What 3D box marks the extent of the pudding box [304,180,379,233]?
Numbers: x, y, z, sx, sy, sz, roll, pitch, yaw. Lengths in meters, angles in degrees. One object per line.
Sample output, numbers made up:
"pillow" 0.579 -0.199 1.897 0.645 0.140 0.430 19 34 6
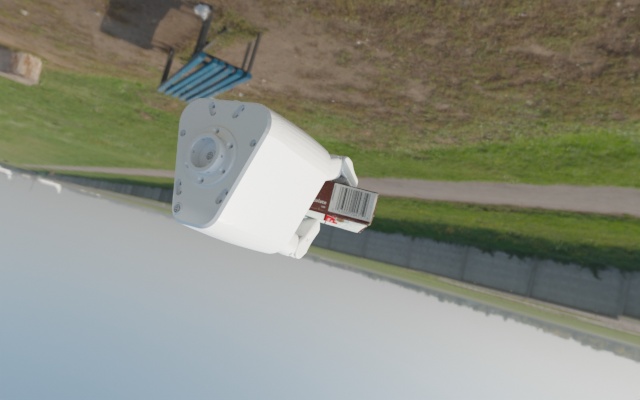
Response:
"pudding box" 0.000 0.002 0.524 0.113 0.039 0.090 16 -8 0
